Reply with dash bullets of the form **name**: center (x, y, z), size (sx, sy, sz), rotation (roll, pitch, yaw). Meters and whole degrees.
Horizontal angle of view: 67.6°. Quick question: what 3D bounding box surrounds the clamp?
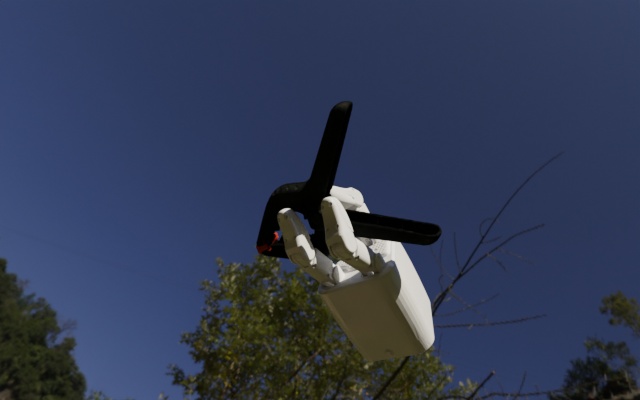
- **clamp**: center (0.000, 0.002, 0.509), size (0.210, 0.164, 0.036), rotation (-22, 14, 34)
